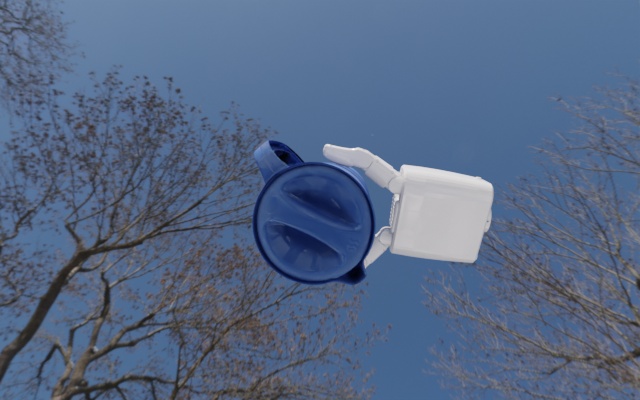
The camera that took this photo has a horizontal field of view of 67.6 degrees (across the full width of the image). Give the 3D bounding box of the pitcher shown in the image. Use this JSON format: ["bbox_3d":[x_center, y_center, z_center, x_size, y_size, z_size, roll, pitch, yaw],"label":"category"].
[{"bbox_3d":[0.000,0.002,0.617,0.145,0.149,0.243,7,8,6],"label":"pitcher"}]
